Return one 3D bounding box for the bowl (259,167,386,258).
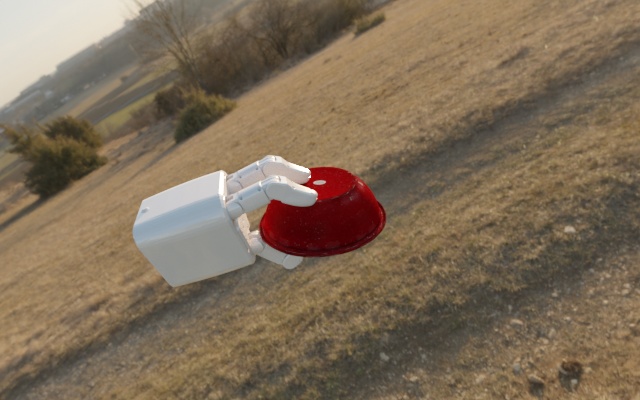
[{"bbox_3d":[0.001,0.001,0.593,0.162,0.055,0.162,-5,29,3],"label":"bowl"}]
